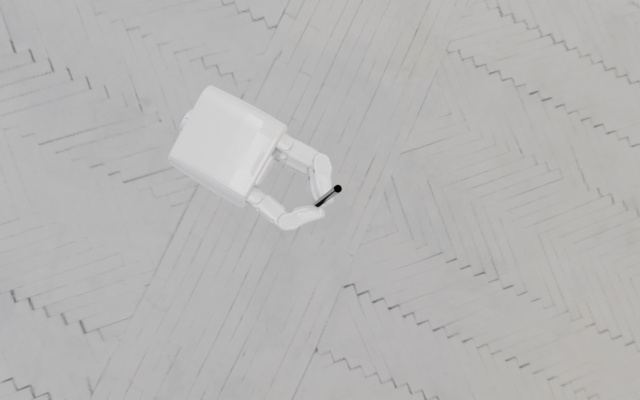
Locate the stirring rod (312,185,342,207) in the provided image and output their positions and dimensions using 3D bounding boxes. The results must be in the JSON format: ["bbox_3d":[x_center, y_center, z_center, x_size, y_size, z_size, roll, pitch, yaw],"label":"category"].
[{"bbox_3d":[0.000,0.002,0.565,0.011,0.011,0.239,0,-6,-8],"label":"stirring rod"}]
